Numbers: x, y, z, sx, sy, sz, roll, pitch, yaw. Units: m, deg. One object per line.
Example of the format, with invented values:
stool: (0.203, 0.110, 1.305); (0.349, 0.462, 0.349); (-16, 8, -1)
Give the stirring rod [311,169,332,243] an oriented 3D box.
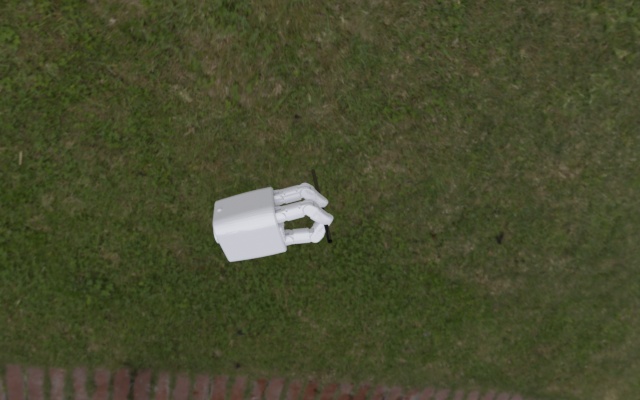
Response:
stirring rod: (0.000, 0.003, 0.881); (0.011, 0.011, 0.239); (0, 32, -9)
